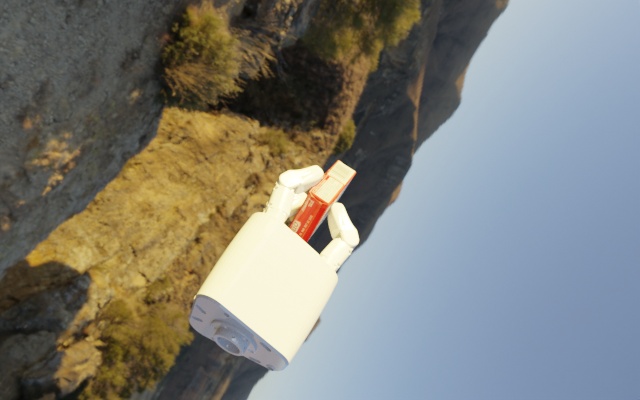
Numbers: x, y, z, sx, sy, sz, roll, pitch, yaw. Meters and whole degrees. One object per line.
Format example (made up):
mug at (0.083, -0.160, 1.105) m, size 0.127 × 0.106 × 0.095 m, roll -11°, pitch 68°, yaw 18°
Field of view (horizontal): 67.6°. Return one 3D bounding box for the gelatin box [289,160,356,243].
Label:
gelatin box at (0.001, 0.002, 0.572) m, size 0.030 × 0.073 × 0.089 m, roll 35°, pitch 39°, yaw 4°
